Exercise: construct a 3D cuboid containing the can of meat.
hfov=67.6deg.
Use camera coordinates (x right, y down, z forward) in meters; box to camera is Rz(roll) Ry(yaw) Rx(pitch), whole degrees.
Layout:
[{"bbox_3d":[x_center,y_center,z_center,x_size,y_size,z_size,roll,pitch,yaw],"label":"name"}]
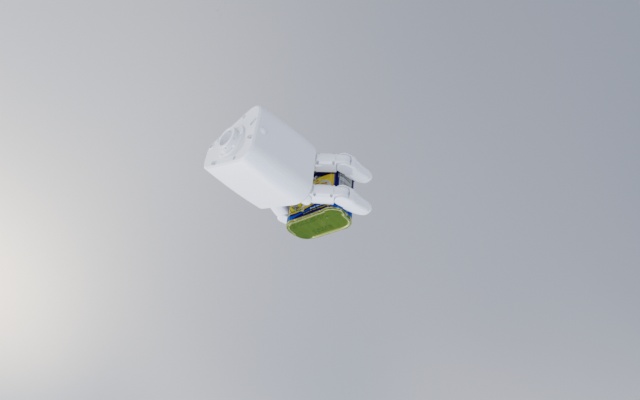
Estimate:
[{"bbox_3d":[0.000,0.003,0.695,0.102,0.084,0.057,-21,-44,32],"label":"can of meat"}]
